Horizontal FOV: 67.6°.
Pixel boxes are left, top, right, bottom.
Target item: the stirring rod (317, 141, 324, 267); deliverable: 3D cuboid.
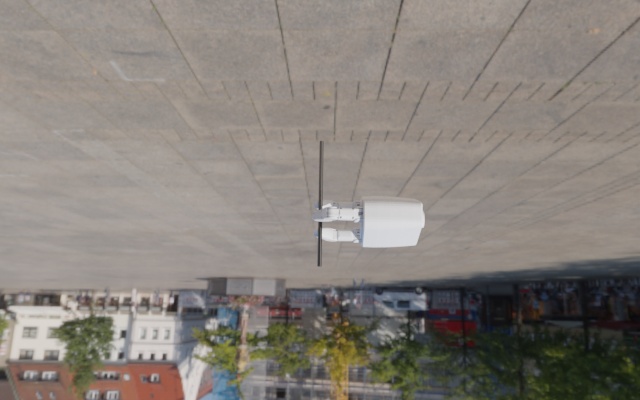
[{"bbox_3d":[0.000,0.003,0.897,0.011,0.239,0.011,1,-13,0],"label":"stirring rod"}]
